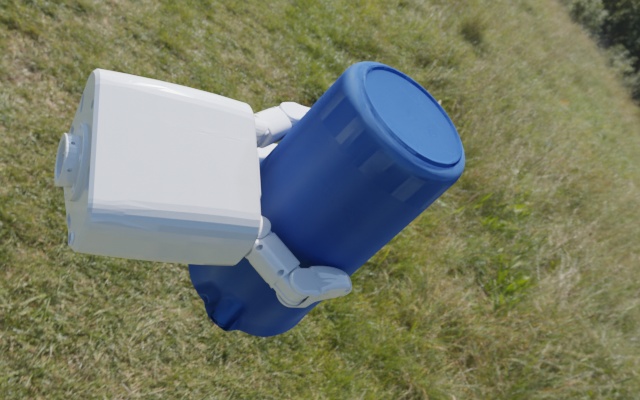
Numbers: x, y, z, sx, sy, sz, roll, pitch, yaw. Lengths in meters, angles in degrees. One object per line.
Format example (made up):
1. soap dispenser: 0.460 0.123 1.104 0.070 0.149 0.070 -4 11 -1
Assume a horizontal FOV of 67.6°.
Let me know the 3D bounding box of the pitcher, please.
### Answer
1. pitcher: 0.000 0.001 0.406 0.145 0.149 0.243 9 -39 -37
